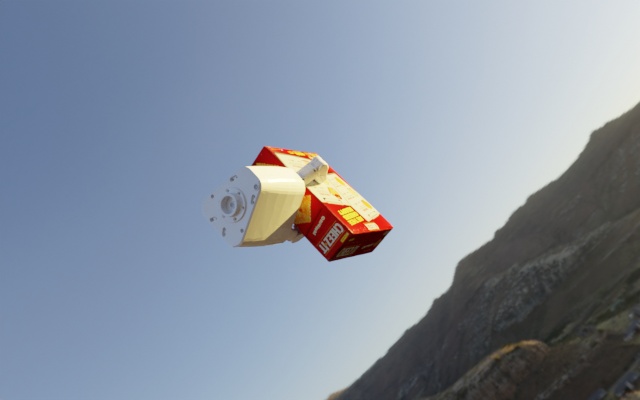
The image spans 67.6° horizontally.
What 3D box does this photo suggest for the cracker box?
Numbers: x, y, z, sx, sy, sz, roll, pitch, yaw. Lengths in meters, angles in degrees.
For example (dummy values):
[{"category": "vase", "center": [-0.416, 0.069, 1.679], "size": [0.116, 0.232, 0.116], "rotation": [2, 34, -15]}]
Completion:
[{"category": "cracker box", "center": [0.000, 0.002, 0.813], "size": [0.213, 0.072, 0.164], "rotation": [45, 22, 22]}]
